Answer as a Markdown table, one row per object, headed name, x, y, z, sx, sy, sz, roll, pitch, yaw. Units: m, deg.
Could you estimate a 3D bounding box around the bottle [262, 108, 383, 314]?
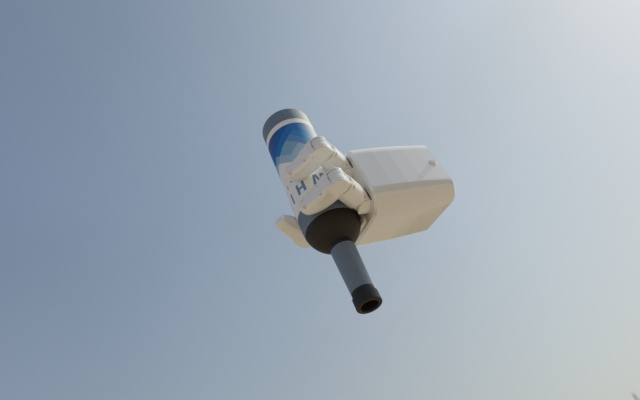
| name | x | y | z | sx | sy | sz | roll | pitch | yaw |
| --- | --- | --- | --- | --- | --- | --- | --- | --- | --- |
| bottle | 0.000 | 0.002 | 0.555 | 0.069 | 0.069 | 0.295 | 0 | 43 | -26 |
